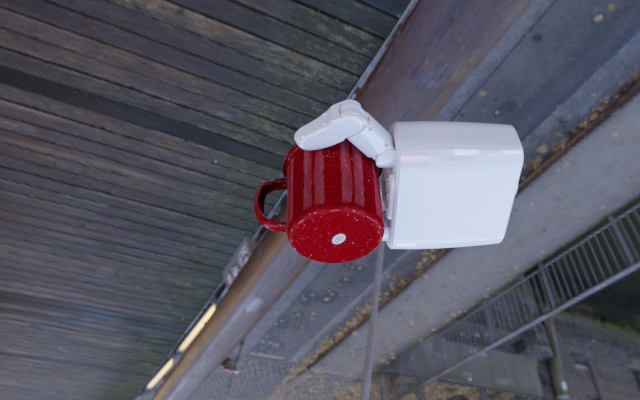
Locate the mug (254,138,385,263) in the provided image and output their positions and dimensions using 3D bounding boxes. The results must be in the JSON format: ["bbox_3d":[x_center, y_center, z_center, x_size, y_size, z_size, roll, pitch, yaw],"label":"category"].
[{"bbox_3d":[-0.001,0.002,0.418,0.117,0.081,0.093,-2,-40,0],"label":"mug"}]
